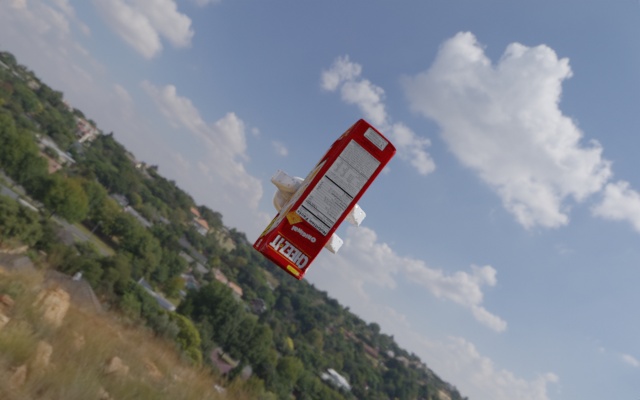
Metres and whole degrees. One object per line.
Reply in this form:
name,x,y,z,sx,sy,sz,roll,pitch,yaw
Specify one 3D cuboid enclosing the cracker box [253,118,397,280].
cracker box,0.000,0.002,0.668,0.072,0.213,0.164,38,-9,-6
